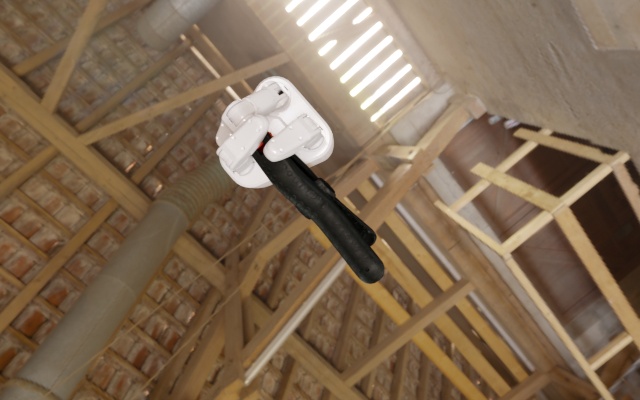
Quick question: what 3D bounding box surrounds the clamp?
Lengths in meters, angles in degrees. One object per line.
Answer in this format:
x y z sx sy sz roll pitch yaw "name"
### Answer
-0.001 0.002 0.462 0.039 0.171 0.120 -41 -2 4 "clamp"
